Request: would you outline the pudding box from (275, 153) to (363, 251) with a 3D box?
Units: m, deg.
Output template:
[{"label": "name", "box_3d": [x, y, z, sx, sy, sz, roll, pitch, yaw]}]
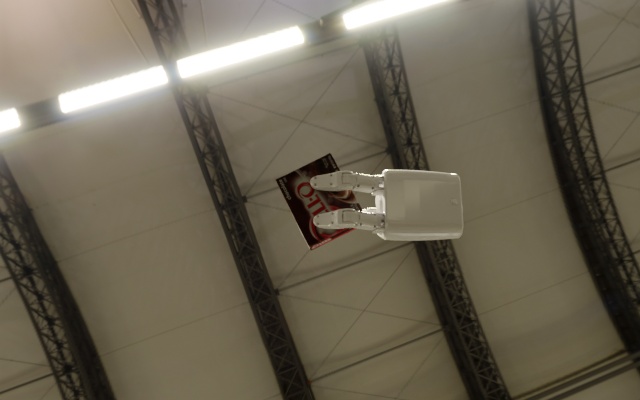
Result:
[{"label": "pudding box", "box_3d": [0.000, 0.002, 0.682, 0.090, 0.113, 0.039, -26, -16, -6]}]
